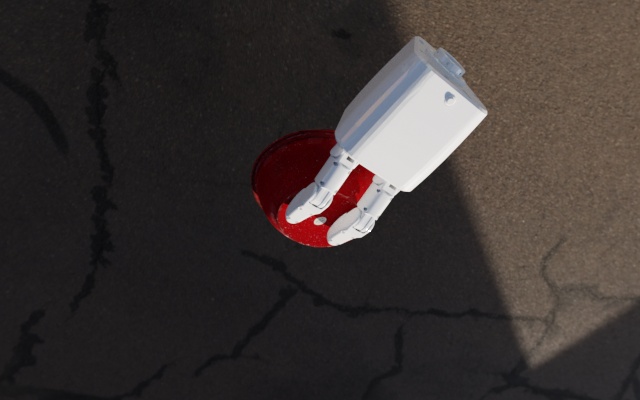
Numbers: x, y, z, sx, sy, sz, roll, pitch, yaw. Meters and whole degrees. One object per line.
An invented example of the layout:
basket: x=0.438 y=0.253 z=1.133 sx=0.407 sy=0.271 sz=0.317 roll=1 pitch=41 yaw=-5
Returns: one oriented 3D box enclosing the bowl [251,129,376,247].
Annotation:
bowl: x=0.000 y=0.003 z=0.528 sx=0.162 sy=0.055 sz=0.162 roll=2 pitch=-45 yaw=2
